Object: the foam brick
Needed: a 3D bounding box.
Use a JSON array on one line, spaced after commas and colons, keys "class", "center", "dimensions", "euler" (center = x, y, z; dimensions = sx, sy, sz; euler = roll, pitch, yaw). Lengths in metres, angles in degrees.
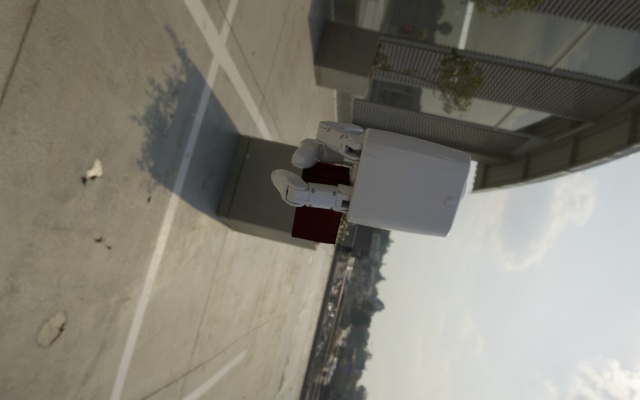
[{"class": "foam brick", "center": [0.000, 0.002, 0.534], "dimensions": [0.051, 0.078, 0.053], "euler": [11, 23, -1]}]
